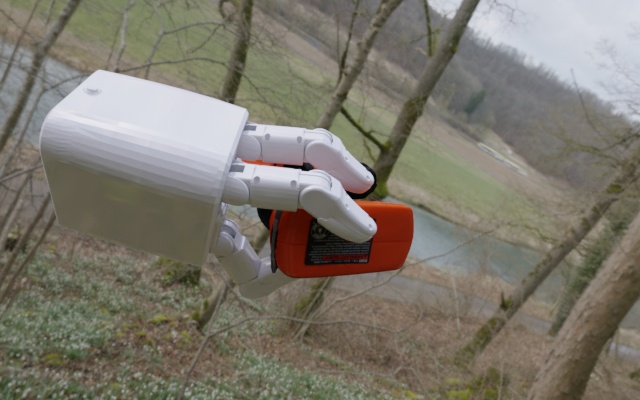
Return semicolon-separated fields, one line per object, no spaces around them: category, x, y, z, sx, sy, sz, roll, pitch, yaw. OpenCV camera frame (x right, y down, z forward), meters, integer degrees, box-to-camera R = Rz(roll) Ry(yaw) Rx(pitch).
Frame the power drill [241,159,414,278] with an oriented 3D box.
power drill;0.000;0.001;0.419;0.184;0.057;0.187;-2;17;-23
